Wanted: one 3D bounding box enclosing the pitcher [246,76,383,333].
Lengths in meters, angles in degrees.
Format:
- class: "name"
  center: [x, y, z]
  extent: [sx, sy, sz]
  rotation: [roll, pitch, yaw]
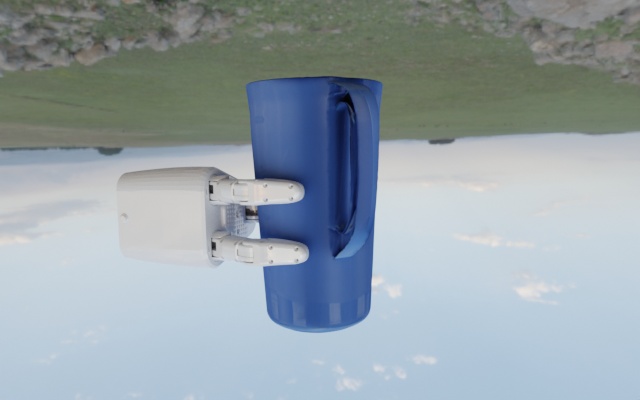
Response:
- class: "pitcher"
  center: [0.000, 0.002, 0.472]
  extent: [0.145, 0.243, 0.149]
  rotation: [1, 7, 19]
